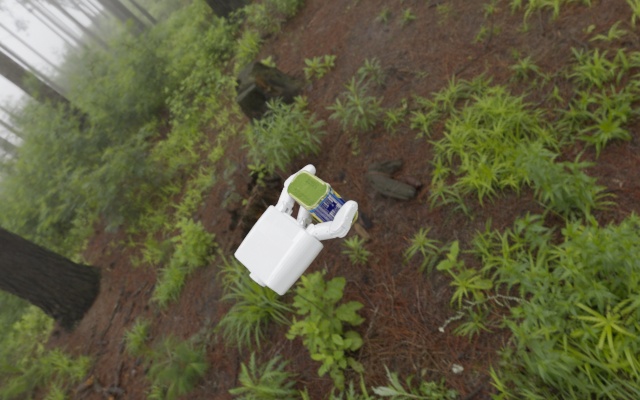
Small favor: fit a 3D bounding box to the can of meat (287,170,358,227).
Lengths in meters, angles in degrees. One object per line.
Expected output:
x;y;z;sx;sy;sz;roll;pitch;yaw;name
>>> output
0.000;0.002;0.792;0.084;0.057;0.102;42;-4;-38;can of meat
